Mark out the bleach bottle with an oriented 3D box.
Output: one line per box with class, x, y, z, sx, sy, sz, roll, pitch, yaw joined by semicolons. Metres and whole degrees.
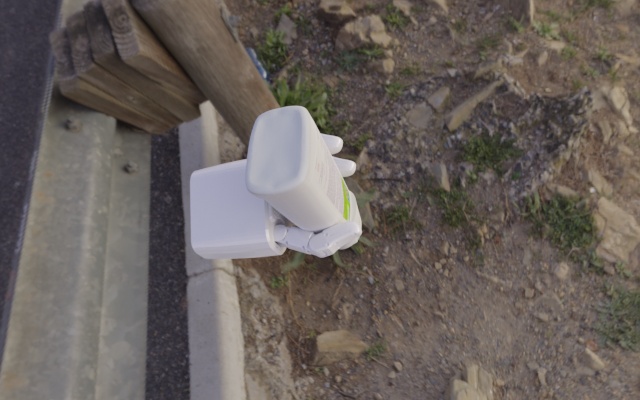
bleach bottle;0.000;0.002;0.559;0.068;0.102;0.251;-7;-28;18
